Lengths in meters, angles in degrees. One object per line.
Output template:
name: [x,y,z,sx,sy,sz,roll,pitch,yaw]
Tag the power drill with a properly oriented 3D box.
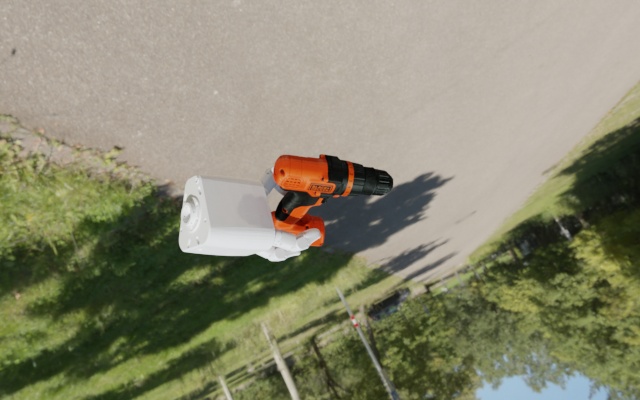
power drill: [0.000,0.003,0.751,0.184,0.057,0.188,8,-38,-18]
